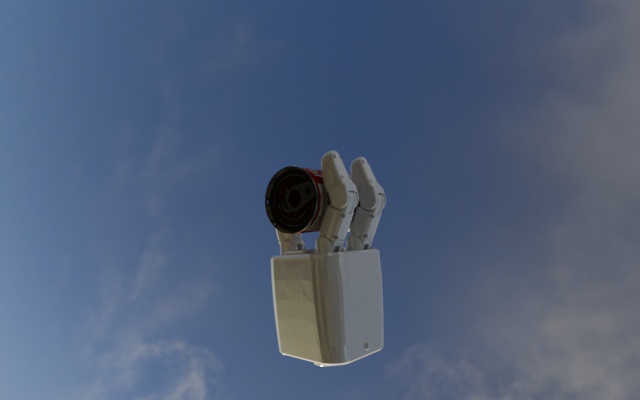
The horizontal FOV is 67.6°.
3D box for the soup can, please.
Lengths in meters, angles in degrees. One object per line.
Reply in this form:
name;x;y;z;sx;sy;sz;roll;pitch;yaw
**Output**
soup can;0.000;0.001;0.512;0.068;0.068;0.102;0;-2;37
